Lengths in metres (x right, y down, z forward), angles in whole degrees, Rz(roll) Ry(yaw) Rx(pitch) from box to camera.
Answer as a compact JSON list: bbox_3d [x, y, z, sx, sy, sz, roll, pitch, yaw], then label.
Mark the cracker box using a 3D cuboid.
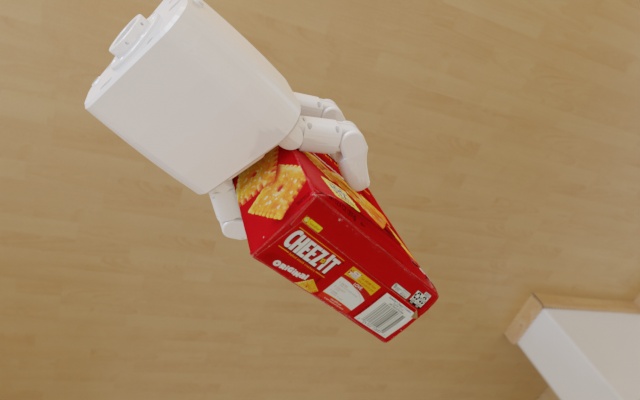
[{"bbox_3d":[0.000,0.002,0.434,0.164,0.072,0.213,39,15,-34],"label":"cracker box"}]
